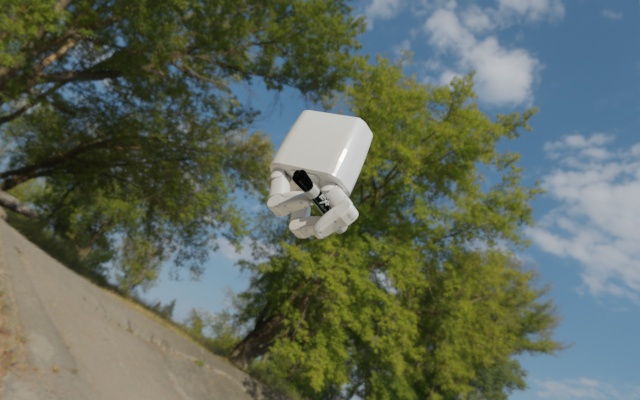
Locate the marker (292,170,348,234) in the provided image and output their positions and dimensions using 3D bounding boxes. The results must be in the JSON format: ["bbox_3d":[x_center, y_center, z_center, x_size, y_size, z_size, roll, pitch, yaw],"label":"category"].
[{"bbox_3d":[0.000,0.002,0.602,0.020,0.020,0.121,0,-35,35],"label":"marker"}]
